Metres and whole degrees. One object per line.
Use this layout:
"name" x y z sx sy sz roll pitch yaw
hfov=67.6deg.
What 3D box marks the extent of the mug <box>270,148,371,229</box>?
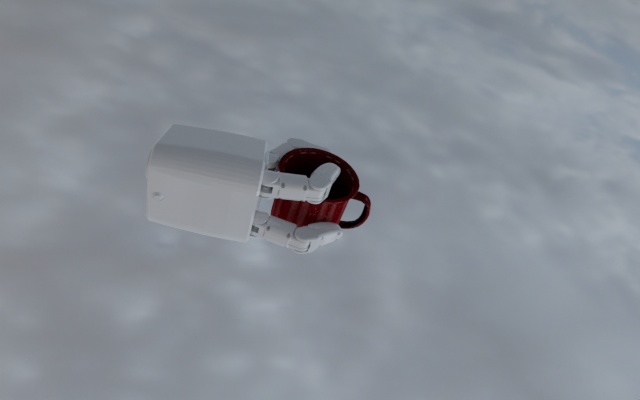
"mug" 0.001 0.002 0.555 0.117 0.082 0.093 14 40 -8
